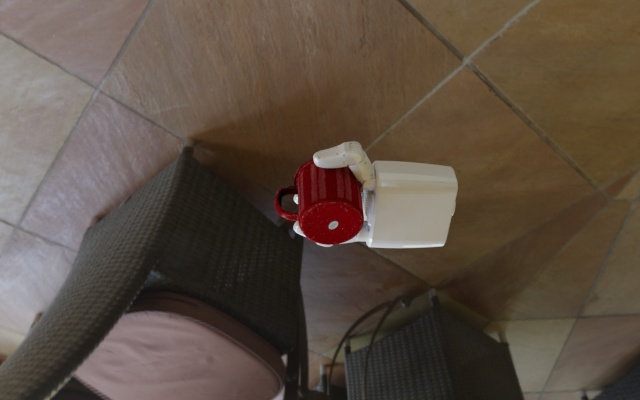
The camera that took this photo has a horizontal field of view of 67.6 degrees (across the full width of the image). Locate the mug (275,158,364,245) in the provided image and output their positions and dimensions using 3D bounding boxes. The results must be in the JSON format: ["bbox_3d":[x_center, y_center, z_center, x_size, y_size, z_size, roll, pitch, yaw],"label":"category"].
[{"bbox_3d":[-0.001,0.002,0.610,0.117,0.093,0.081,0,44,-4],"label":"mug"}]
